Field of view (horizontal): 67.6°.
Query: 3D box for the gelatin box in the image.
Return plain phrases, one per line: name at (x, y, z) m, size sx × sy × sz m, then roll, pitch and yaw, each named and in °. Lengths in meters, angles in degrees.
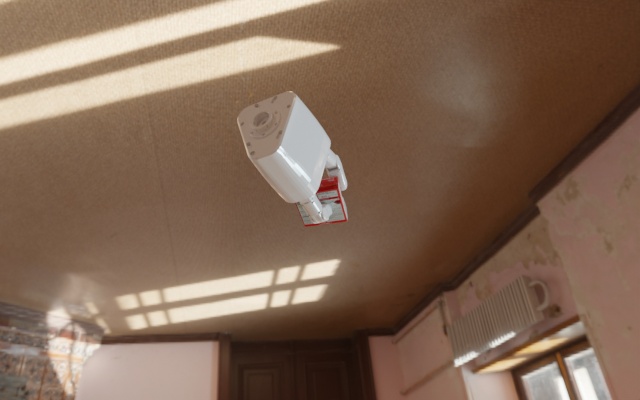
gelatin box at (0.000, 0.003, 0.765) m, size 0.073 × 0.030 × 0.089 m, roll -8°, pitch -40°, yaw 9°
